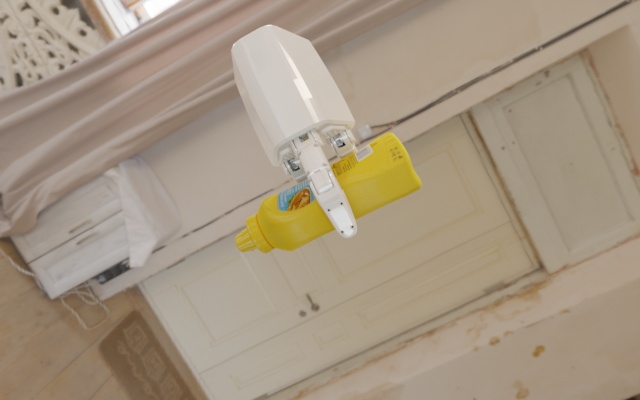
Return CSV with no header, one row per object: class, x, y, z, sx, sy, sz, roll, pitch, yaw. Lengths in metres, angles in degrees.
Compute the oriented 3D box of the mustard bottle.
mustard bottle,0.000,0.002,0.478,0.191,0.058,0.096,-27,20,7
